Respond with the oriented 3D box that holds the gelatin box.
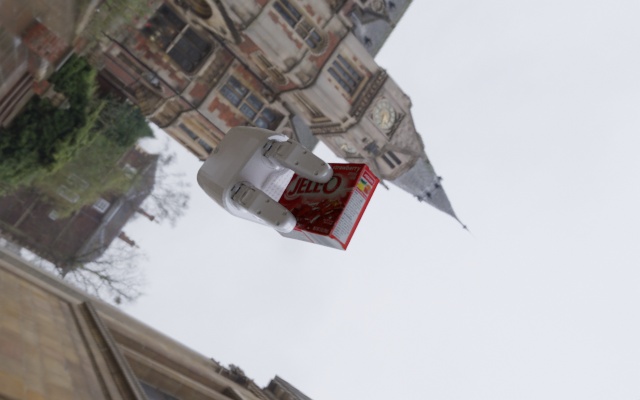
[{"bbox_3d":[0.001,0.002,0.434,0.089,0.073,0.030,8,-27,47],"label":"gelatin box"}]
